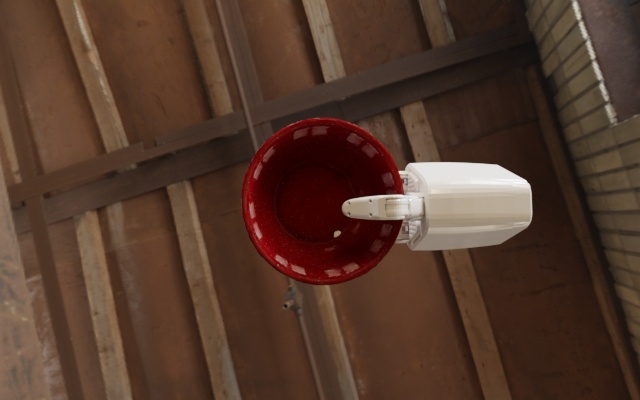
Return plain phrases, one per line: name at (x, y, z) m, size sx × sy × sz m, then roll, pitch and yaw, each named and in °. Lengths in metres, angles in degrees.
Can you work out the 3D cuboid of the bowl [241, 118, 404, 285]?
bowl at (-0.001, 0.001, 0.484) m, size 0.162 × 0.162 × 0.055 m, roll 0°, pitch -1°, yaw -12°
